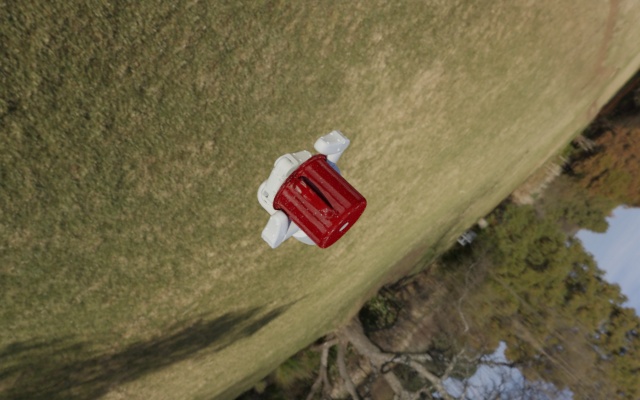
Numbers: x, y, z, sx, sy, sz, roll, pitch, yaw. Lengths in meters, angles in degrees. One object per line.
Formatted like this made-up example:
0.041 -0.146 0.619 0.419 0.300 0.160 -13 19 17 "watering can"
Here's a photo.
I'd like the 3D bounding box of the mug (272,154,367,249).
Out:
0.000 0.002 0.571 0.081 0.093 0.117 44 0 14 "mug"
